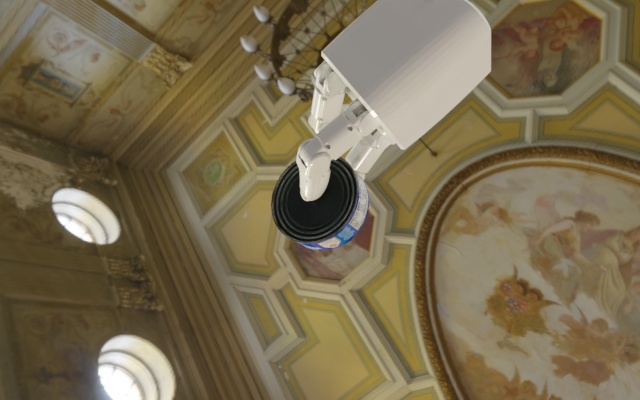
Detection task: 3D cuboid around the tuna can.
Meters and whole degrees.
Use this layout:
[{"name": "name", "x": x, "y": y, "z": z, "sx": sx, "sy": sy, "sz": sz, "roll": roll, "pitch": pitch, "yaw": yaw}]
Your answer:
[{"name": "tuna can", "x": 0.000, "y": 0.002, "z": 0.435, "sx": 0.086, "sy": 0.086, "sz": 0.034, "roll": 0, "pitch": -19, "yaw": 27}]
